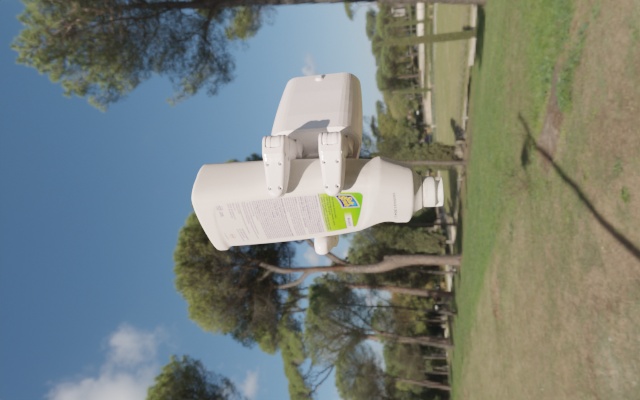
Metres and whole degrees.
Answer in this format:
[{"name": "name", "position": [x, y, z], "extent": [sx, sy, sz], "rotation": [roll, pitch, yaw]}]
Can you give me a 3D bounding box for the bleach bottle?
[{"name": "bleach bottle", "position": [0.000, 0.002, 0.505], "extent": [0.251, 0.068, 0.103], "rotation": [-2, -41, 11]}]
